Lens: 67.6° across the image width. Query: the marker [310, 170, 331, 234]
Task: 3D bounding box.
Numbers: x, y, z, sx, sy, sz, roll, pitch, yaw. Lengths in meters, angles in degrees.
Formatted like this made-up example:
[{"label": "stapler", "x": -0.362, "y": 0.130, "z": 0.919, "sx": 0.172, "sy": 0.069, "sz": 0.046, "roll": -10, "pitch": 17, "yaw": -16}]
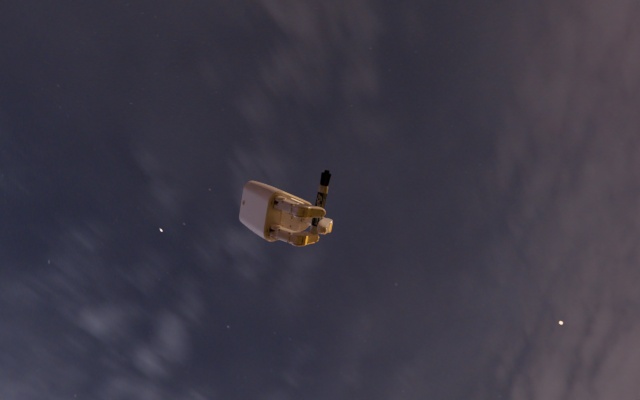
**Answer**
[{"label": "marker", "x": 0.000, "y": 0.003, "z": 0.887, "sx": 0.020, "sy": 0.121, "sz": 0.020, "roll": 11, "pitch": 11, "yaw": -2}]
